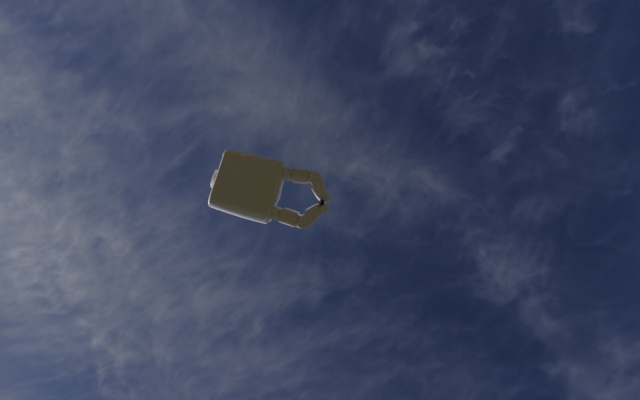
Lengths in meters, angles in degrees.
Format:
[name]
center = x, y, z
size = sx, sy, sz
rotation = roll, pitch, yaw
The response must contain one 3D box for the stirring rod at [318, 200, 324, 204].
[stirring rod]
center = 0.000, 0.003, 0.892
size = 0.011, 0.011, 0.239
rotation = 0, 0, -1
